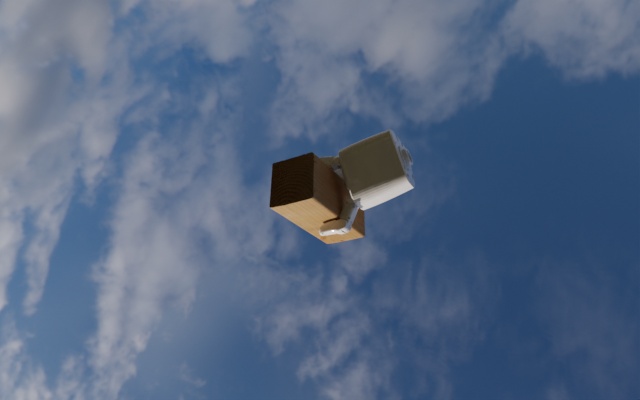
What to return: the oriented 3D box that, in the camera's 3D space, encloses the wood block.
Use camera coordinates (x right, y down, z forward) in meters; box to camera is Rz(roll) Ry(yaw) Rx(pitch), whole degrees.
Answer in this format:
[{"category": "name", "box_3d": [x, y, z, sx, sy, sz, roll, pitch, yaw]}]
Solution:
[{"category": "wood block", "box_3d": [0.001, 0.003, 0.899, 0.090, 0.090, 0.206, -13, -29, 27]}]
